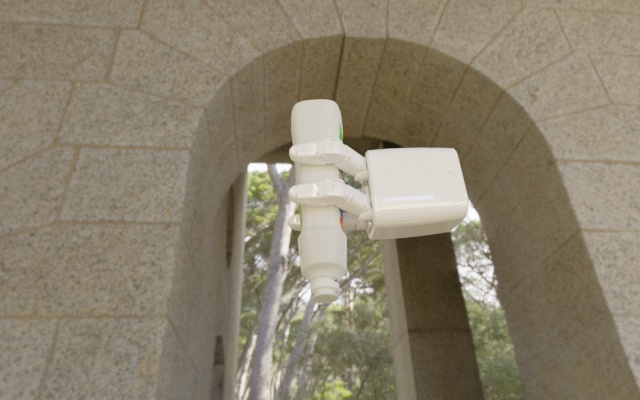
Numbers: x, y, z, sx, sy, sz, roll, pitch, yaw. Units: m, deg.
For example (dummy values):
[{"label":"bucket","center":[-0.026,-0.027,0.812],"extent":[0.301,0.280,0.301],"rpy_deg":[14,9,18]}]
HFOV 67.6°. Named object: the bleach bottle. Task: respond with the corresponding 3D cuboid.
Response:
[{"label":"bleach bottle","center":[0.000,0.002,0.574],"extent":[0.068,0.250,0.103],"rpy_deg":[-4,-32,1]}]
